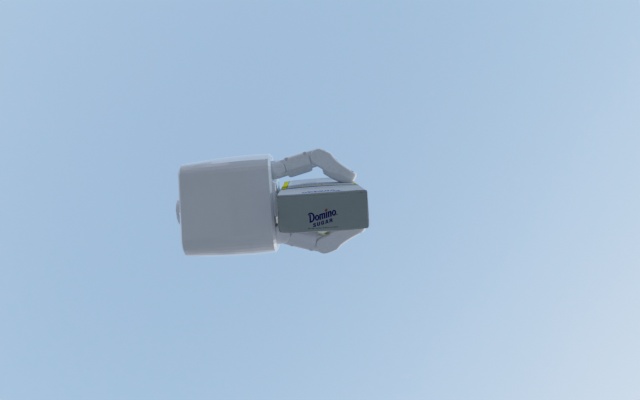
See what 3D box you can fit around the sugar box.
[{"bbox_3d":[0.000,0.002,0.556,0.093,0.048,0.176,-4,9,-1],"label":"sugar box"}]
